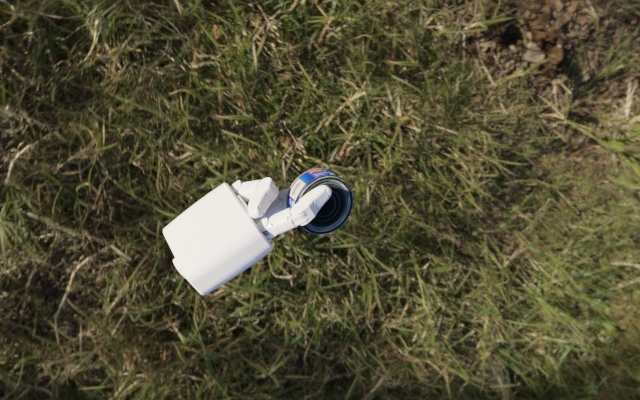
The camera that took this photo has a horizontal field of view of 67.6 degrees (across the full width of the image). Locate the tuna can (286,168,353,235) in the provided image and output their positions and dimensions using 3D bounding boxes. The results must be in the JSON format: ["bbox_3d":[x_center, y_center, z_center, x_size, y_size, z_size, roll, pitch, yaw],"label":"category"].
[{"bbox_3d":[0.000,0.002,0.636,0.086,0.086,0.033,0,20,-27],"label":"tuna can"}]
